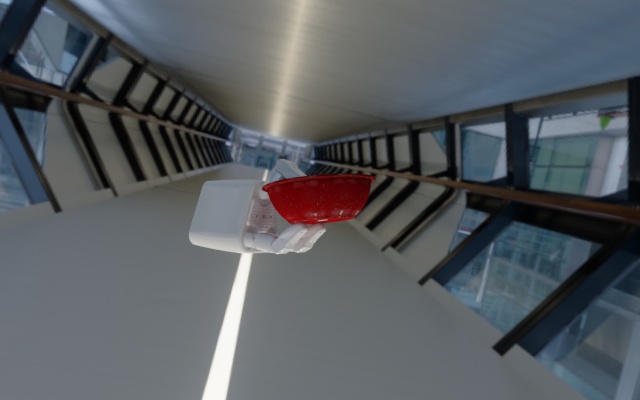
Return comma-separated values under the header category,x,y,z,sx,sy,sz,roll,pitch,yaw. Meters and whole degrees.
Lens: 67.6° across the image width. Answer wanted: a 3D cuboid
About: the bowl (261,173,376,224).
category,x,y,z,sx,sy,sz,roll,pitch,yaw
bowl,0.001,0.002,0.671,0.162,0.055,0.162,-5,-6,-1
